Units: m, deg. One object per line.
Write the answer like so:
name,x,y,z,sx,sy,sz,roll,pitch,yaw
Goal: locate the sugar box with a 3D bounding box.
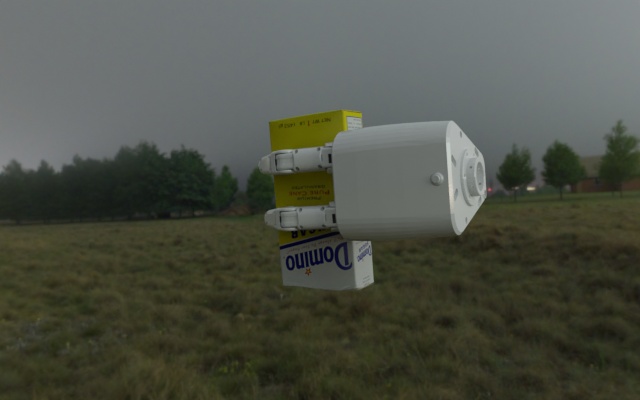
sugar box,0.000,0.002,0.491,0.093,0.176,0.048,-3,1,33
